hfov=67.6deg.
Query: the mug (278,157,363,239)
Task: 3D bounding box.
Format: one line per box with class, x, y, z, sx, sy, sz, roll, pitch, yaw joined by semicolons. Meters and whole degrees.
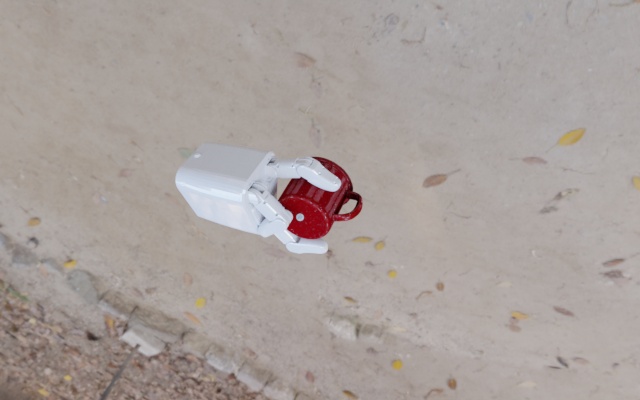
mug;0.001;0.003;0.661;0.117;0.093;0.081;13;45;17
